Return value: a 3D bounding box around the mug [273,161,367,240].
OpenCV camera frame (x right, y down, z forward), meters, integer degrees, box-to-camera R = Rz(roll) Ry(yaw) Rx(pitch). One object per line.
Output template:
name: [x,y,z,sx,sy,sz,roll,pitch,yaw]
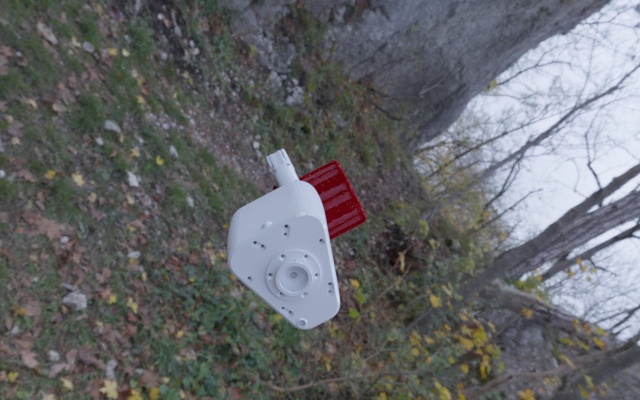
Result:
mug: [0.000,0.001,0.574,0.081,0.093,0.117,-27,20,2]
